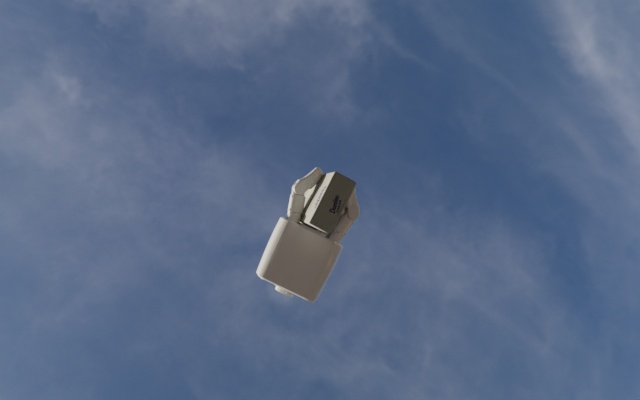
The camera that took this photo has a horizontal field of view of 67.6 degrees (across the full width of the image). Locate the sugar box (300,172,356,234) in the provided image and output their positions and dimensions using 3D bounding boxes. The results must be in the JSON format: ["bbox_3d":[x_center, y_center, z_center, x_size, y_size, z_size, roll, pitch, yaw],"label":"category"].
[{"bbox_3d":[0.001,0.003,0.815,0.048,0.093,0.176,28,-5,-14],"label":"sugar box"}]
